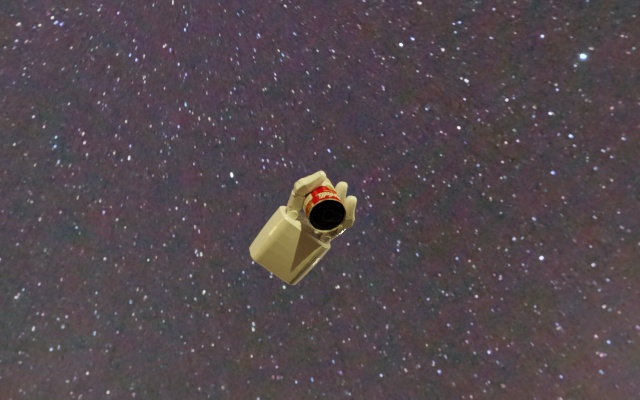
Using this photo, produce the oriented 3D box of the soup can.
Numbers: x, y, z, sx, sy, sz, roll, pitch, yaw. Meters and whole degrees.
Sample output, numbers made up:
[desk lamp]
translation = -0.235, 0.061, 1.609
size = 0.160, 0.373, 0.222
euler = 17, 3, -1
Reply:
[soup can]
translation = 0.000, 0.002, 0.865
size = 0.068, 0.068, 0.102
euler = 0, 29, -16
